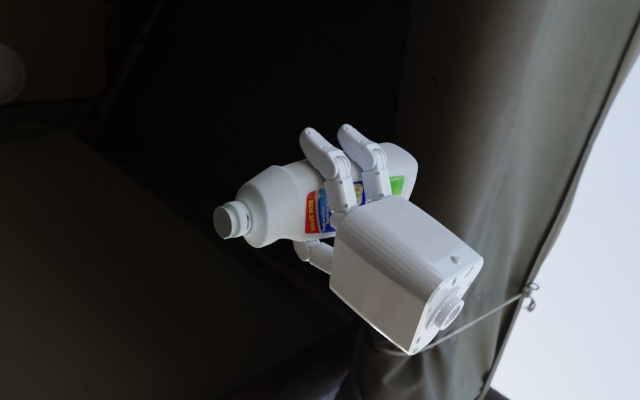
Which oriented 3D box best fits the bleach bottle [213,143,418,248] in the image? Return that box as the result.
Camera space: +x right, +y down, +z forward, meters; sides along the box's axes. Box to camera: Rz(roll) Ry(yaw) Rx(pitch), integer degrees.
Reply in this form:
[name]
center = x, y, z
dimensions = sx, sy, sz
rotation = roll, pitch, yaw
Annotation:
[bleach bottle]
center = 0.000, 0.002, 0.500
dimensions = 0.251, 0.103, 0.068
rotation = -16, 43, -44
